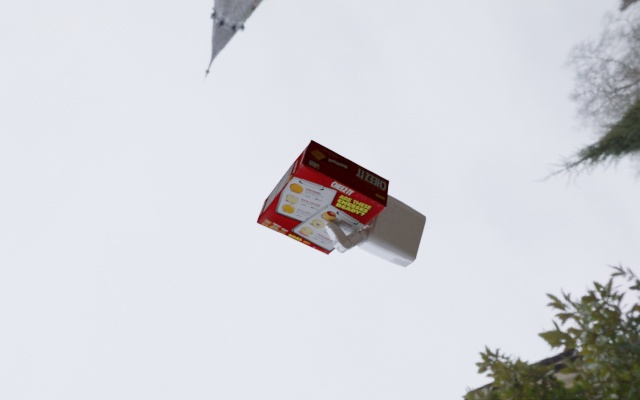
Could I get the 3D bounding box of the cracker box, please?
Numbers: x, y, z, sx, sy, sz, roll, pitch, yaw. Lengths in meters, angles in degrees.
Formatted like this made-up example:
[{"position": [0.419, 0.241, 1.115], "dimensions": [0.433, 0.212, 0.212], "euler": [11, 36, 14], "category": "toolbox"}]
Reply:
[{"position": [0.000, 0.003, 0.880], "dimensions": [0.164, 0.072, 0.214], "euler": [26, -39, -15], "category": "cracker box"}]
